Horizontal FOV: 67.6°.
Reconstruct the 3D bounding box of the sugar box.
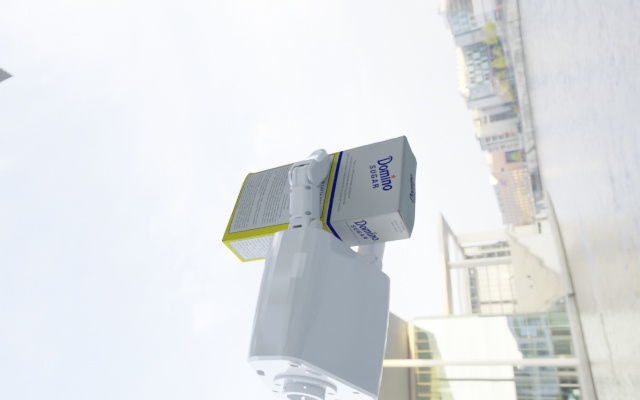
[{"bbox_3d":[0.000,0.002,0.449,0.176,0.093,0.048,-9,-43,25],"label":"sugar box"}]
